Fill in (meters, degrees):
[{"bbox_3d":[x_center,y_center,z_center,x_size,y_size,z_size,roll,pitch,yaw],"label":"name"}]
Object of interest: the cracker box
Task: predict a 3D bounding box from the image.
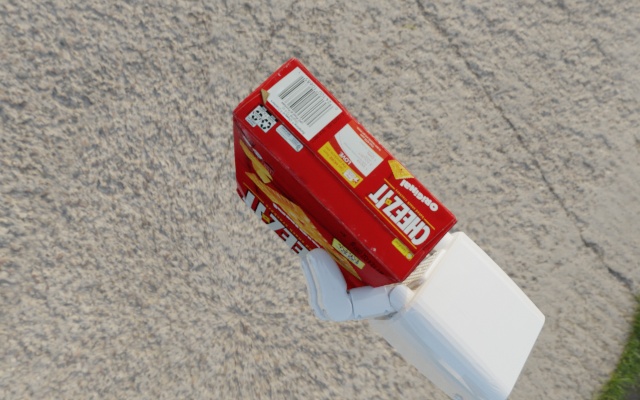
[{"bbox_3d":[0.000,0.001,0.420,0.072,0.164,0.214,-44,-3,-16],"label":"cracker box"}]
